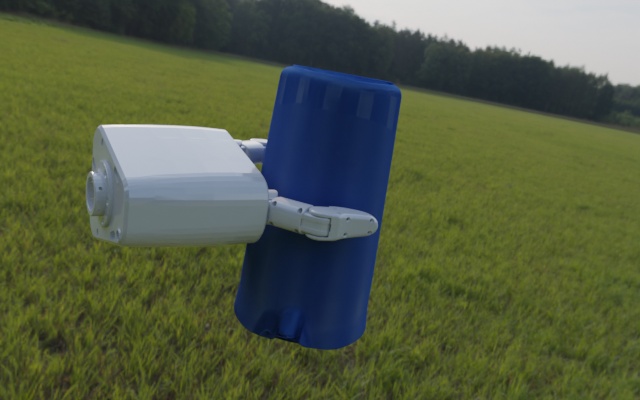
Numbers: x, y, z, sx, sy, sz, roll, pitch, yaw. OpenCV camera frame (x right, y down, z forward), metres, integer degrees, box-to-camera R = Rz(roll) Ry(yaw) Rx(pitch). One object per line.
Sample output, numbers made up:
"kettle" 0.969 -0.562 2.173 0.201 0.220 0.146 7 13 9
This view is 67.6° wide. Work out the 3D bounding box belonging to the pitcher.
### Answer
"pitcher" 0.000 0.002 0.459 0.145 0.243 0.149 -2 20 -37
